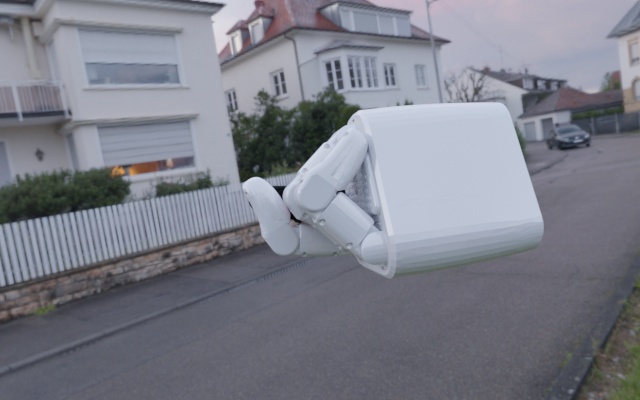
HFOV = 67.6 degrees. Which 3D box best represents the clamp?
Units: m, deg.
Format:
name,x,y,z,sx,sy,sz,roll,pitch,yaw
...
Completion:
name,x,y,z,sx,sy,sz,roll,pitch,yaw
clamp,0.000,0.001,0.420,0.120,0.039,0.171,-5,4,-10
